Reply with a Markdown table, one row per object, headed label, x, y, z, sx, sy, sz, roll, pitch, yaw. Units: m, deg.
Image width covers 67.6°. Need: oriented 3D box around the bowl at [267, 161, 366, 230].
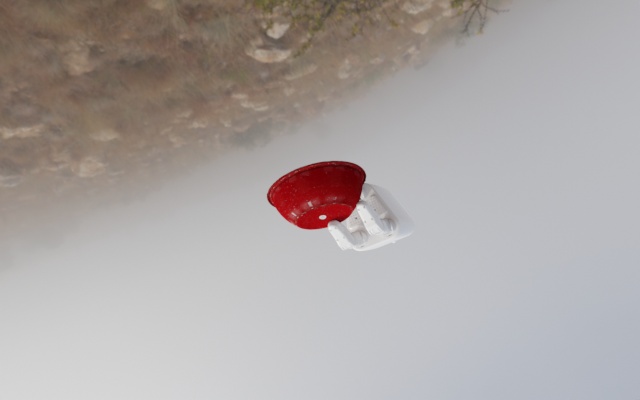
| label | x | y | z | sx | sy | sz | roll | pitch | yaw |
| --- | --- | --- | --- | --- | --- | --- | --- | --- | --- |
| bowl | -0.001 | 0.003 | 0.747 | 0.162 | 0.055 | 0.162 | -12 | -25 | -5 |
